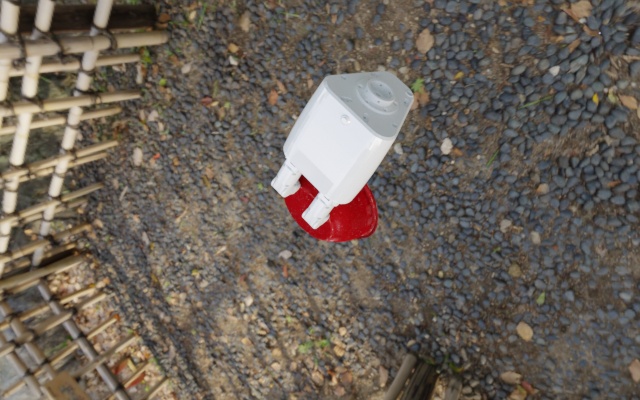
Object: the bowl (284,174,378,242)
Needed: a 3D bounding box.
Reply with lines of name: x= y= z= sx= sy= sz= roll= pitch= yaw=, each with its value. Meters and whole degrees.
bowl: x=0.000 y=0.003 z=0.658 sx=0.055 sy=0.162 sz=0.162 roll=-40 pitch=22 yaw=-29
